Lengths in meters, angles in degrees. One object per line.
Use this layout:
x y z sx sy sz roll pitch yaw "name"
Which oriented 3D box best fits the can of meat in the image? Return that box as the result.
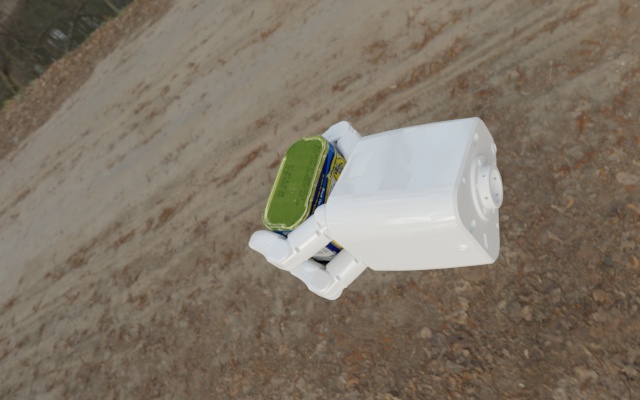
0.000 0.001 0.451 0.057 0.102 0.084 -5 -32 38 "can of meat"
